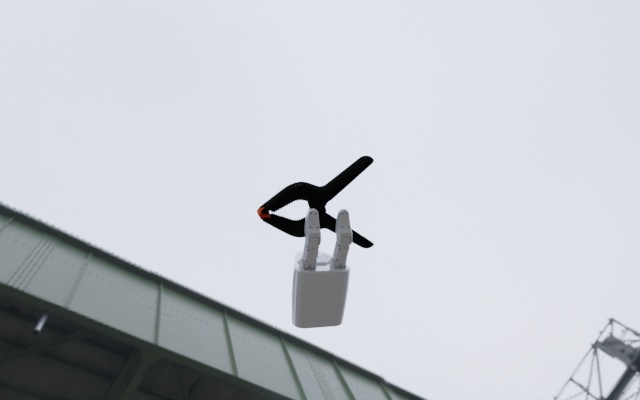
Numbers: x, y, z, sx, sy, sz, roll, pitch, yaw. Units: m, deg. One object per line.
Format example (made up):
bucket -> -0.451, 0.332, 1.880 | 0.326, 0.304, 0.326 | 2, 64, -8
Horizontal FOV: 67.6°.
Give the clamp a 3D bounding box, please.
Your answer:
clamp -> -0.001, 0.003, 0.805 | 0.210, 0.164, 0.036 | 1, 12, -17
